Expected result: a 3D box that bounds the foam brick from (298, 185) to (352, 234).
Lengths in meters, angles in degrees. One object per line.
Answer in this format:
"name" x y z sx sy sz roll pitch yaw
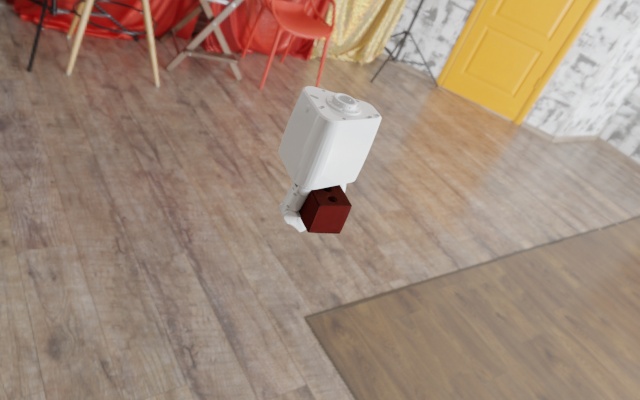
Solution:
"foam brick" 0.000 0.002 0.675 0.053 0.051 0.078 2 39 -29
